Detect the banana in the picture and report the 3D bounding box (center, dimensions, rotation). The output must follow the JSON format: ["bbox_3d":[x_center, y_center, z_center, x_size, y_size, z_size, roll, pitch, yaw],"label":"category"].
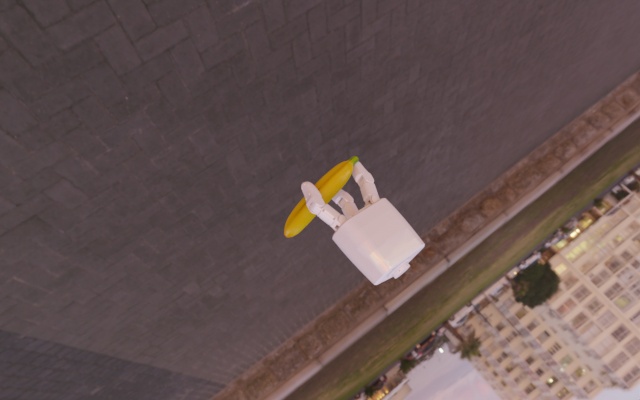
[{"bbox_3d":[-0.004,0.000,0.839,0.198,0.037,0.069,-46,-16,14],"label":"banana"}]
